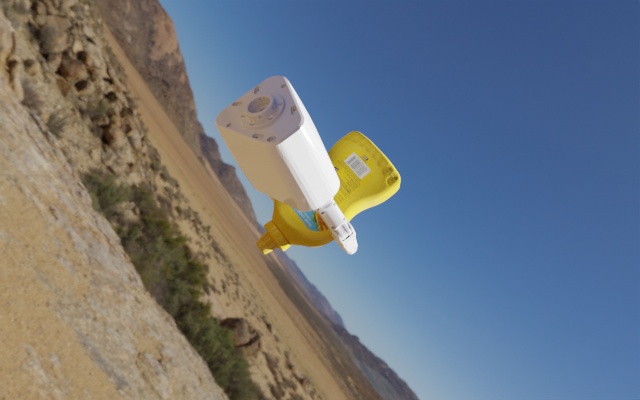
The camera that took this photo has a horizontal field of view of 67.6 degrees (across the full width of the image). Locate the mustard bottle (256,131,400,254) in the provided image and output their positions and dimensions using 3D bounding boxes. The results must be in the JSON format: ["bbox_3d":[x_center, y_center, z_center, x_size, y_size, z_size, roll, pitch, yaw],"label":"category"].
[{"bbox_3d":[0.000,0.002,0.601,0.191,0.096,0.058,-37,-18,-8],"label":"mustard bottle"}]
